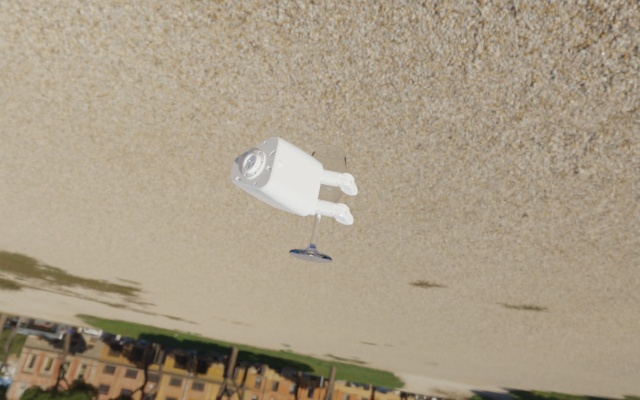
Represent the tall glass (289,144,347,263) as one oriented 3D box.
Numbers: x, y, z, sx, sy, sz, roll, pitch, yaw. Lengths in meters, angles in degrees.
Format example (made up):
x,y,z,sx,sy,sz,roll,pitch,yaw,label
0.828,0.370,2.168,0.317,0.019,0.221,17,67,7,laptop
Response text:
x,y,z,sx,sy,sz,roll,pitch,yaw,label
0.000,0.003,0.842,0.079,0.201,0.079,10,-20,4,tall glass
